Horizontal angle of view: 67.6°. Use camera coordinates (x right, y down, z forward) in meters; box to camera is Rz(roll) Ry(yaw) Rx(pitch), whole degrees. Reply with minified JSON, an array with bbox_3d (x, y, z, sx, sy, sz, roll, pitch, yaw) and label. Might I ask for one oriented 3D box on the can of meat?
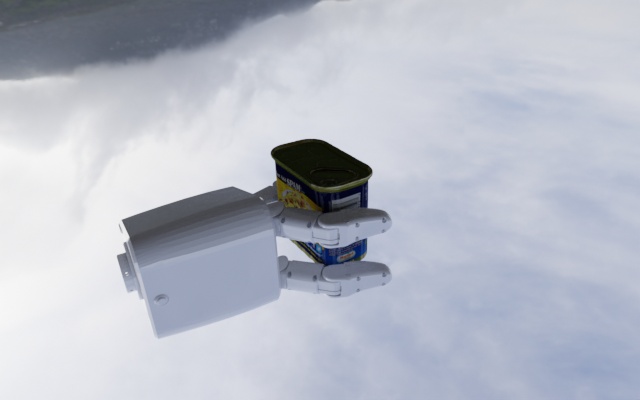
[{"bbox_3d":[0.000,0.002,0.431,0.057,0.084,0.102,-18,33,-27],"label":"can of meat"}]
